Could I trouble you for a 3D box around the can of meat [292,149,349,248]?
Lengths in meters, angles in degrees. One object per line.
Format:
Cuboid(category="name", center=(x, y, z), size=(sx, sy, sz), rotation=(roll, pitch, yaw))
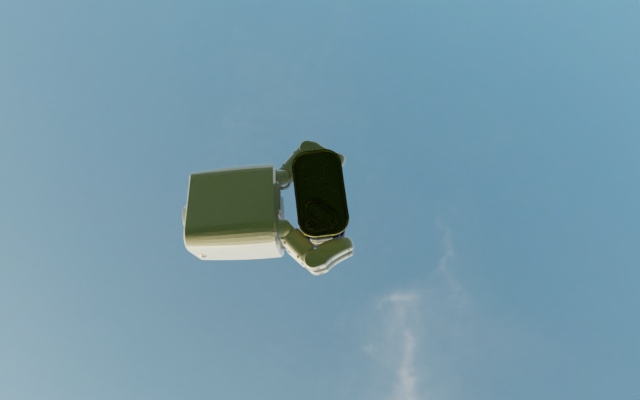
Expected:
Cuboid(category="can of meat", center=(0.000, 0.002, 0.574), size=(0.057, 0.102, 0.084), rotation=(-7, -16, -1))
